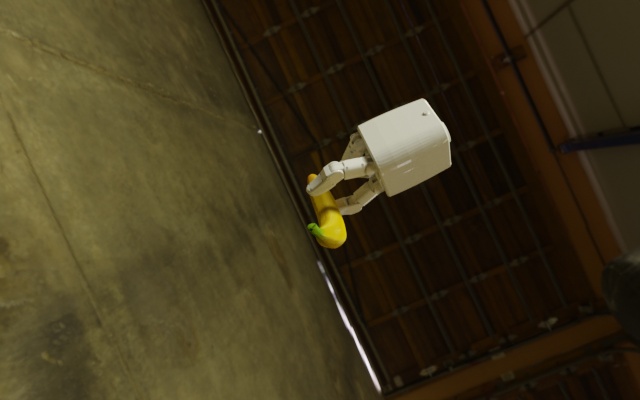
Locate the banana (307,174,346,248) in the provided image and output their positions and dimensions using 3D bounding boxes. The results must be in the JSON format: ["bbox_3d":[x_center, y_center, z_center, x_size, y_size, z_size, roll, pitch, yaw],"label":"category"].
[{"bbox_3d":[0.008,0.019,0.682,0.037,0.070,0.197,-25,21,6],"label":"banana"}]
